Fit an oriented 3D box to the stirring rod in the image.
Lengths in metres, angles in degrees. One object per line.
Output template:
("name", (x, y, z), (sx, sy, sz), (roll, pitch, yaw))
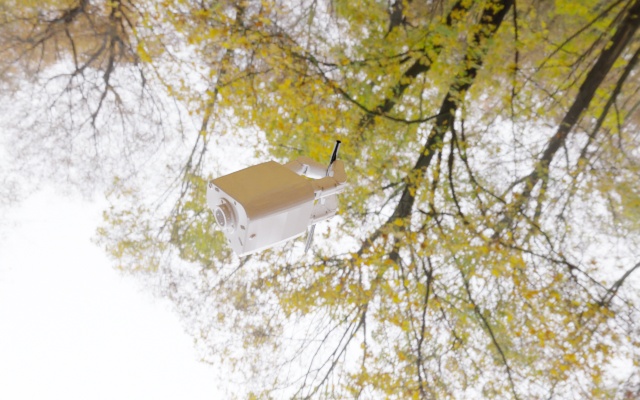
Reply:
("stirring rod", (0.000, 0.002, 0.769), (0.011, 0.240, 0.011), (9, 41, -8))
